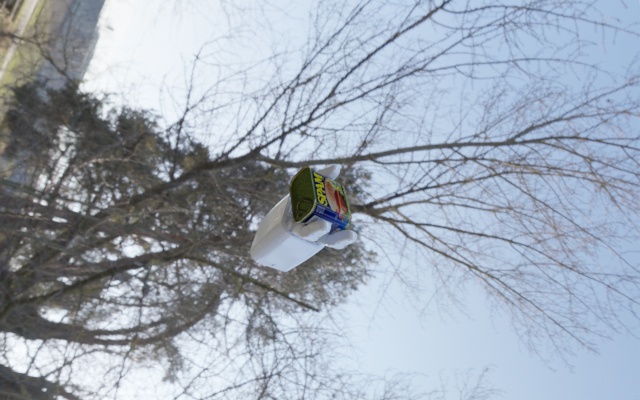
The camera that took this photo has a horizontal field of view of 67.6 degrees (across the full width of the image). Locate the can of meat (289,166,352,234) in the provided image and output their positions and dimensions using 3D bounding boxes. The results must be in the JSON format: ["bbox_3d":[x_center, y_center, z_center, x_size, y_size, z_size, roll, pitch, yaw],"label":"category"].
[{"bbox_3d":[0.000,0.003,0.802,0.084,0.102,0.057,25,-52,-33],"label":"can of meat"}]
